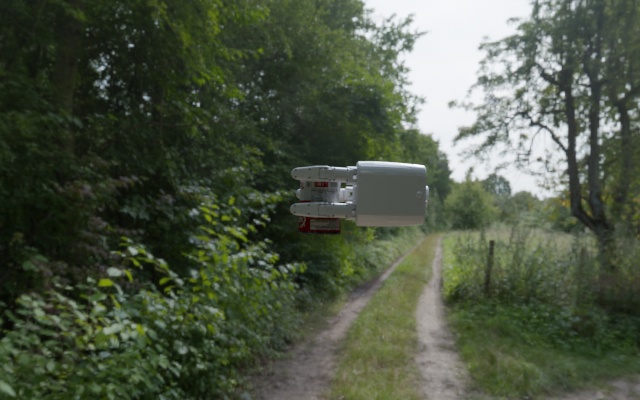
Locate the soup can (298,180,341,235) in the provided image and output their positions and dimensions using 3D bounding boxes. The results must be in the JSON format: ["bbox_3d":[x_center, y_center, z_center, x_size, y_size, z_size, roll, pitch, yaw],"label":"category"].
[{"bbox_3d":[0.000,0.002,0.763,0.068,0.102,0.068,2,-2,0],"label":"soup can"}]
